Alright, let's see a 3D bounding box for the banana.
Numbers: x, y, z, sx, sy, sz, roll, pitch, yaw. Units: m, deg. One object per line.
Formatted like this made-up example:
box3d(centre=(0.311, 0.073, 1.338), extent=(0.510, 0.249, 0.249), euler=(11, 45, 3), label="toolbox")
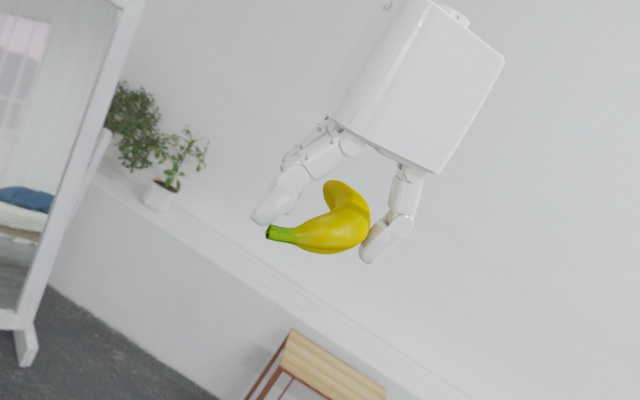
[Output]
box3d(centre=(0.015, 0.011, 0.443), extent=(0.069, 0.037, 0.197), euler=(30, 16, 7), label="banana")
